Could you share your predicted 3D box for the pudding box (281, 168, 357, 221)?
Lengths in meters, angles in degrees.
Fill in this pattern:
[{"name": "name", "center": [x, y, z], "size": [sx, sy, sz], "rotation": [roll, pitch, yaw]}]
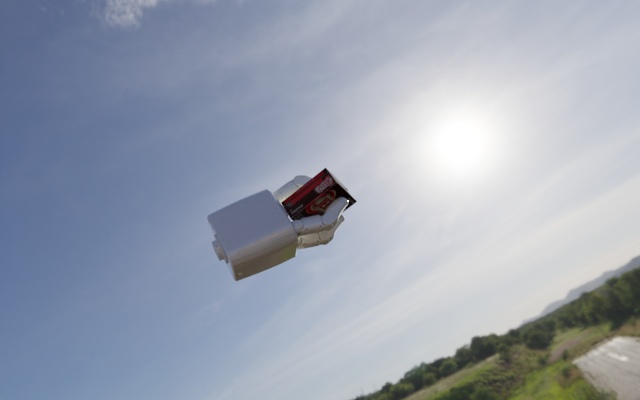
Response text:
[{"name": "pudding box", "center": [0.000, 0.002, 0.766], "size": [0.090, 0.039, 0.113], "rotation": [-37, -22, 8]}]
